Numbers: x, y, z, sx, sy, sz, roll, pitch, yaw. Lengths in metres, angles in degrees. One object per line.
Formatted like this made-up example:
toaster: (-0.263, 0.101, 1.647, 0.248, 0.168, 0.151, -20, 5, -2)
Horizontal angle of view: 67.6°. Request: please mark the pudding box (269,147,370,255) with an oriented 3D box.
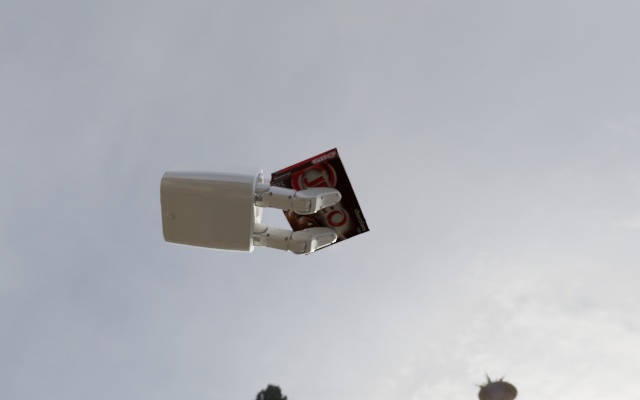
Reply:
pudding box: (0.000, 0.002, 0.595, 0.090, 0.113, 0.039, -21, 27, 8)
